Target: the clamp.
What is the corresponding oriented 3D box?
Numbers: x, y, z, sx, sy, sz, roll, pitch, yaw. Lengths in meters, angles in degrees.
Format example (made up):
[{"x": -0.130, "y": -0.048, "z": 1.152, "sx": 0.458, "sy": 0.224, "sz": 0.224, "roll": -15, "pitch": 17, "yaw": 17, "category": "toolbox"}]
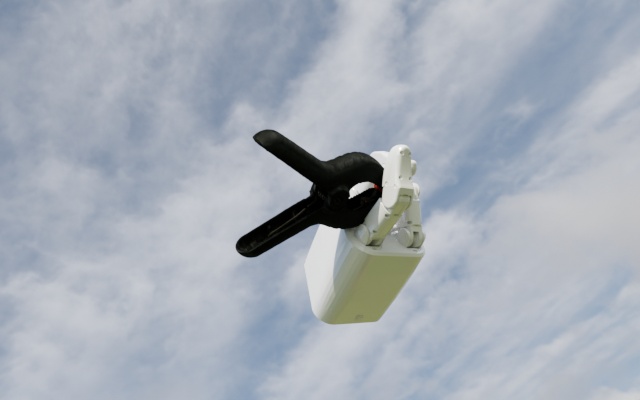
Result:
[{"x": 0.000, "y": 0.001, "z": 0.445, "sx": 0.171, "sy": 0.120, "sz": 0.039, "roll": 6, "pitch": 32, "yaw": -33, "category": "clamp"}]
